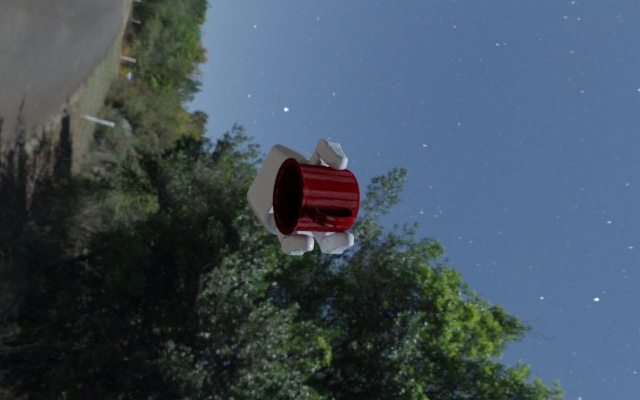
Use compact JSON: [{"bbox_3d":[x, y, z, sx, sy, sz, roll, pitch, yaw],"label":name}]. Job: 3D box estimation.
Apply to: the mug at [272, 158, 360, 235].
[{"bbox_3d":[0.001,0.002,0.577,0.081,0.093,0.117,4,19,-27],"label":"mug"}]
